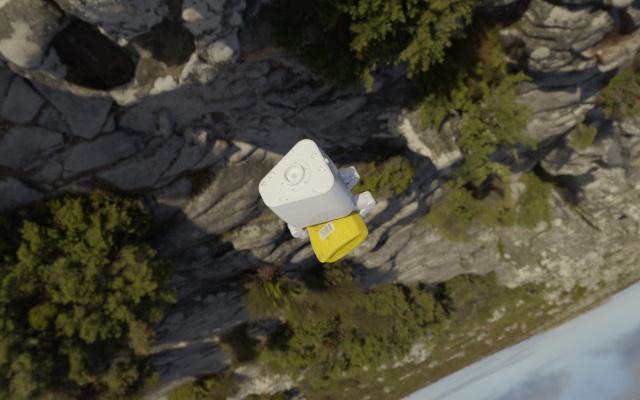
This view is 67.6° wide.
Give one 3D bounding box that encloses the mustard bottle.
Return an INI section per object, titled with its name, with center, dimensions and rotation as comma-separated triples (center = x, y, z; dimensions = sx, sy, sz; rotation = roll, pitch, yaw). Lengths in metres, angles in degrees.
[mustard bottle]
center = 0.000, 0.003, 0.816
dimensions = 0.058, 0.191, 0.096
rotation = 5, -41, -50
